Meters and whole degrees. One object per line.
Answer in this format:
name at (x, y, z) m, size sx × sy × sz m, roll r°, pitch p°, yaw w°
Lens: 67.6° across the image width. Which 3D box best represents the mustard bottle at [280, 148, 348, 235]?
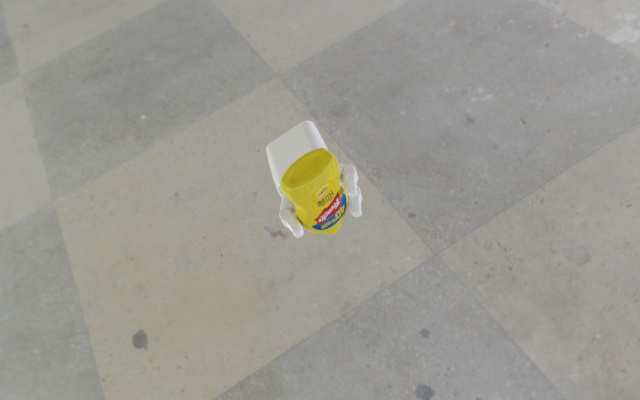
mustard bottle at (0.000, 0.003, 0.812) m, size 0.058 × 0.096 × 0.192 m, roll 39°, pitch -17°, yaw 33°
